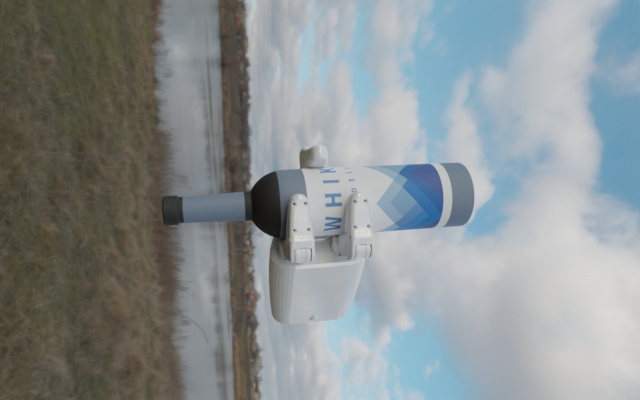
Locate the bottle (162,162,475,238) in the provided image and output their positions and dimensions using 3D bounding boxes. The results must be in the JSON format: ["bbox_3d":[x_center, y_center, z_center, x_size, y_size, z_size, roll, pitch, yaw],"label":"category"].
[{"bbox_3d":[0.000,0.001,0.468,0.296,0.069,0.069,-3,1,-12],"label":"bottle"}]
